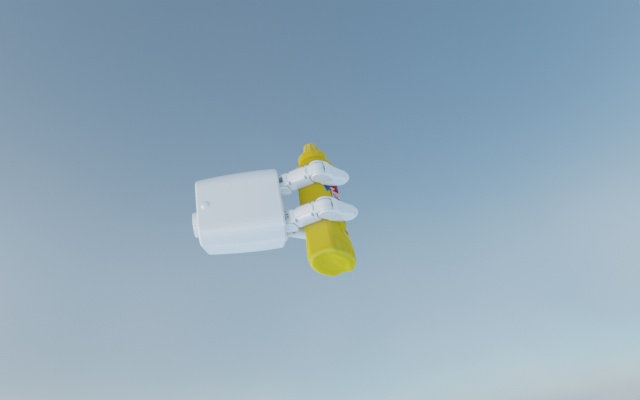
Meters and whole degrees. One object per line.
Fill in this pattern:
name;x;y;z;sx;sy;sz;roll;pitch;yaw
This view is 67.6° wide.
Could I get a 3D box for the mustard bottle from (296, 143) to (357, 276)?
mustard bottle;0.000;0.002;0.662;0.058;0.191;0.096;-20;-30;13
